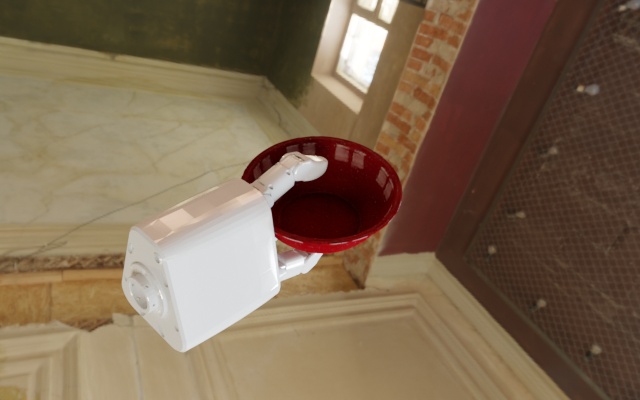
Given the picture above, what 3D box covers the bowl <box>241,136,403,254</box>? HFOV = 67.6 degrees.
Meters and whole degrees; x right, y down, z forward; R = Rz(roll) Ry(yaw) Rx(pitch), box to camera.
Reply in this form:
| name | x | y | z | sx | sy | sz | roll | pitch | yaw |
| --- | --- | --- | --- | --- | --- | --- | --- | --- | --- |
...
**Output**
| name | x | y | z | sx | sy | sz | roll | pitch | yaw |
| --- | --- | --- | --- | --- | --- | --- | --- | --- | --- |
| bowl | 0.001 | 0.001 | 0.496 | 0.162 | 0.055 | 0.162 | 1 | 44 | -1 |
